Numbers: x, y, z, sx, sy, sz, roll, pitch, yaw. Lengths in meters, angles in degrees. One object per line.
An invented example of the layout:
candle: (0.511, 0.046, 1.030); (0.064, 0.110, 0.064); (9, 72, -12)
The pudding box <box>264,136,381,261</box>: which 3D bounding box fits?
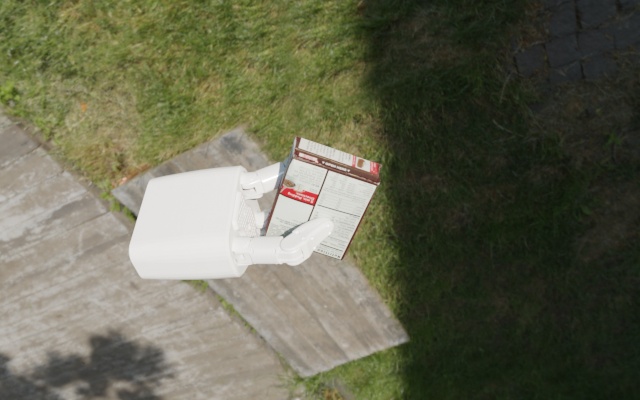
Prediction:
pudding box: (0.000, 0.002, 0.484); (0.090, 0.114, 0.039); (17, 39, -6)
